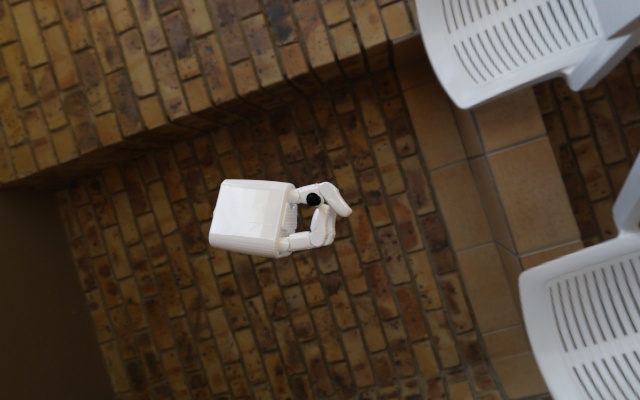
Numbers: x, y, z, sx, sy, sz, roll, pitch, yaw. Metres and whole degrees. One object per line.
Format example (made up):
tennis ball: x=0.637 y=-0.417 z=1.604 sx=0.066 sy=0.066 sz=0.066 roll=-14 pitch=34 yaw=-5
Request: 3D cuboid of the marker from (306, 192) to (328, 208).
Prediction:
marker: x=0.000 y=0.002 z=0.696 sx=0.020 sy=0.020 sz=0.121 roll=0 pitch=-4 yaw=12
